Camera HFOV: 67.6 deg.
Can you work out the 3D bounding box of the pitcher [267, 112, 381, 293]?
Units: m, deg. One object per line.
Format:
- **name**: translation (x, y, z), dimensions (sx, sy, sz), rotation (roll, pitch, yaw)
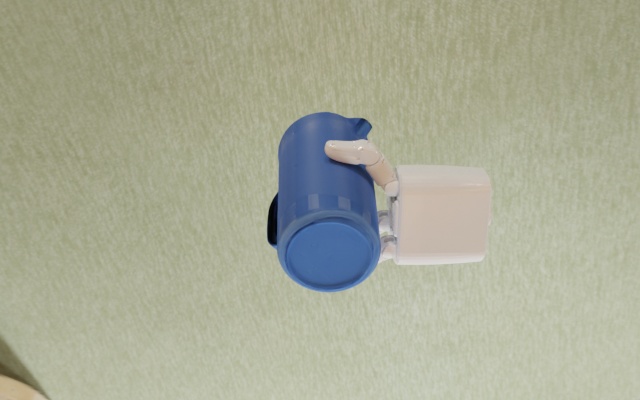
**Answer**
- **pitcher**: translation (0.000, 0.002, 0.590), dimensions (0.145, 0.149, 0.242), rotation (1, 31, -1)
